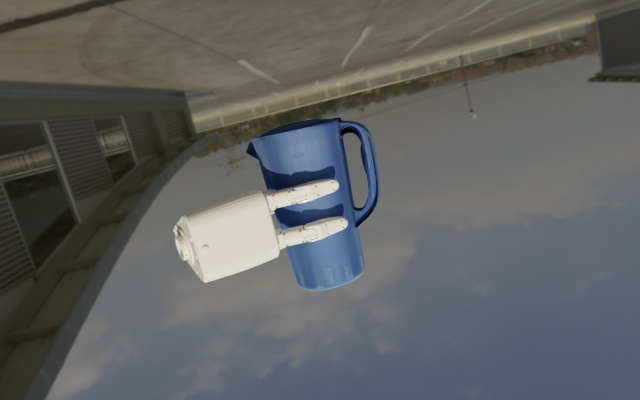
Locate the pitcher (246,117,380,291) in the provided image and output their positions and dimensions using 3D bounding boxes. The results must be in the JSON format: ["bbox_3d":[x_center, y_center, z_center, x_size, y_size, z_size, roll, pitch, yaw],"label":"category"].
[{"bbox_3d":[0.000,0.002,0.706,0.145,0.243,0.149,-20,13,-29],"label":"pitcher"}]
